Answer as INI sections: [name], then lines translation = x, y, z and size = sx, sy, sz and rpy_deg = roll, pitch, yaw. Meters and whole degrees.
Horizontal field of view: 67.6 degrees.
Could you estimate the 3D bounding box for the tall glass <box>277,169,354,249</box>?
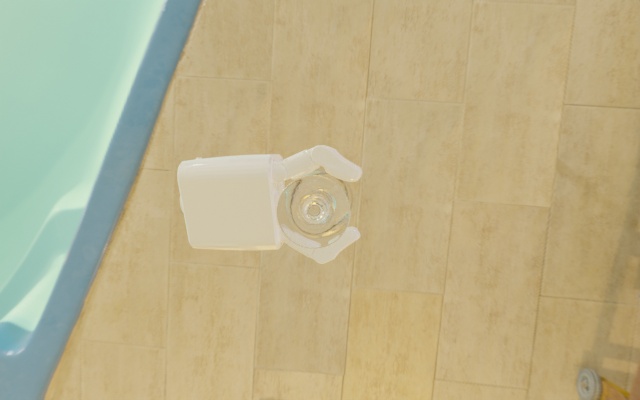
[tall glass]
translation = 0.000, 0.002, 0.573
size = 0.079, 0.079, 0.201
rpy_deg = 0, 6, 5
